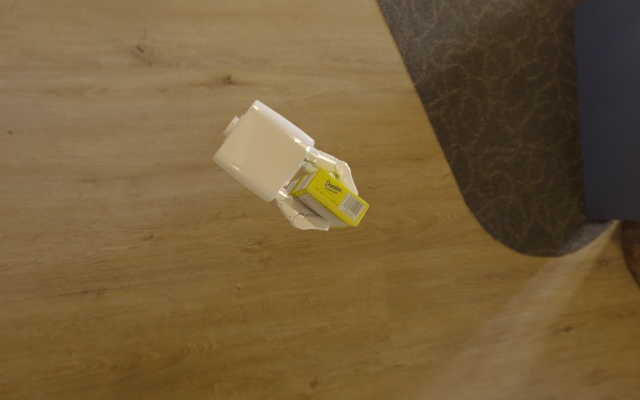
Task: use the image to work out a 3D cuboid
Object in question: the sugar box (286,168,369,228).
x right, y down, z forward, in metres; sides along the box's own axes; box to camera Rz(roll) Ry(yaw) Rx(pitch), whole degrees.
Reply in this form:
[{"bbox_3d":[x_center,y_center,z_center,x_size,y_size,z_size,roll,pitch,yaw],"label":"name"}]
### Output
[{"bbox_3d":[0.000,0.002,0.756,0.093,0.048,0.176,38,-12,-12],"label":"sugar box"}]
